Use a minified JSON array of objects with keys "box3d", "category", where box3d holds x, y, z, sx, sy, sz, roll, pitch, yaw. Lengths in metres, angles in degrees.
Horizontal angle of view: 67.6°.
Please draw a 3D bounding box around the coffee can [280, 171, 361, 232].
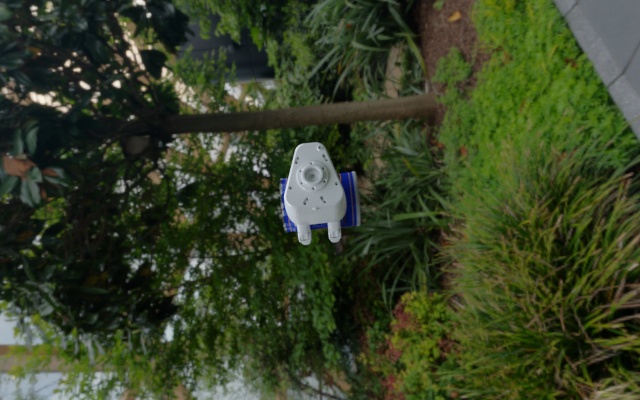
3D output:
[{"box3d":[0.000,0.003,0.893,0.140,0.103,0.103,-5,0,1],"category":"coffee can"}]
